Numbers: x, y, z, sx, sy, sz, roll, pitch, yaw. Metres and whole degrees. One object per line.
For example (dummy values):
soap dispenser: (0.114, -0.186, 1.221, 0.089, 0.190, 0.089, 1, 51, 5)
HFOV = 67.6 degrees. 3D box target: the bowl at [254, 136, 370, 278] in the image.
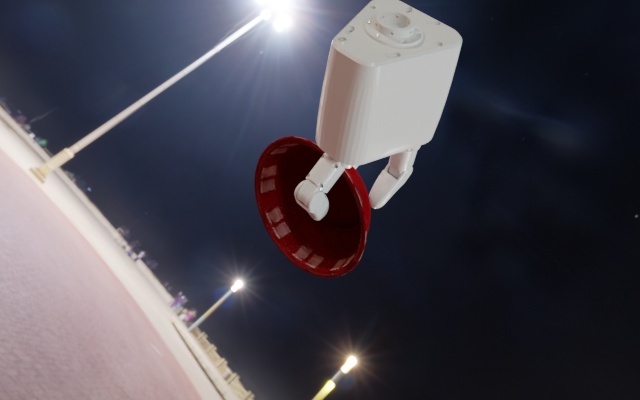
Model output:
bowl: (0.000, 0.002, 0.531, 0.162, 0.162, 0.055, 0, 20, 44)
